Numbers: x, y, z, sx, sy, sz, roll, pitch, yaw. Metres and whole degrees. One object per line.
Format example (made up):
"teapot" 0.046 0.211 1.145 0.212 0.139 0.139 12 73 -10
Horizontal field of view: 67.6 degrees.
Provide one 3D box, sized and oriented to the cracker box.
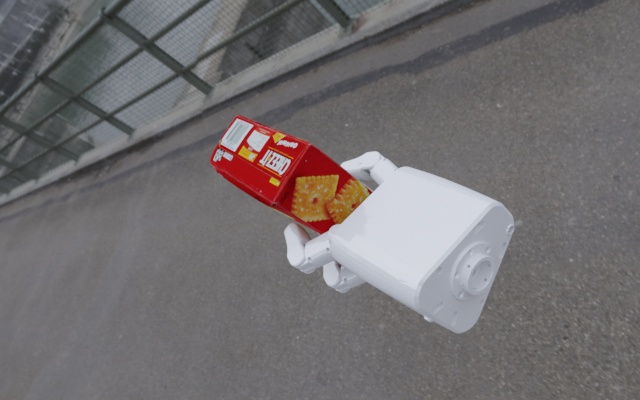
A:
"cracker box" 0.000 0.002 0.533 0.214 0.072 0.164 35 -4 -38
